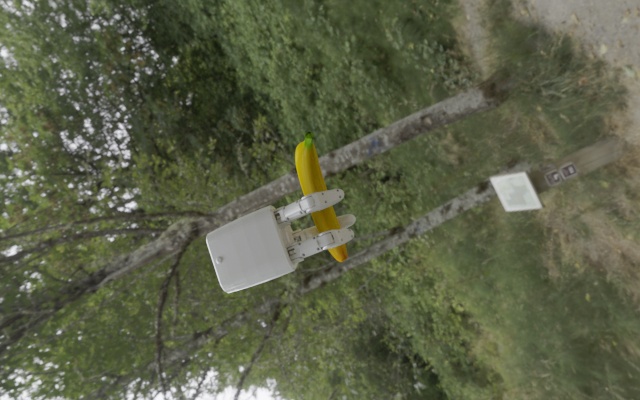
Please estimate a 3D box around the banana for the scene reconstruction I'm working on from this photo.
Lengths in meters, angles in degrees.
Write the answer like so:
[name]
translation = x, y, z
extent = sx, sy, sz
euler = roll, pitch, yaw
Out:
[banana]
translation = -0.003, -0.004, 0.714
extent = 0.037, 0.198, 0.069
euler = -18, 12, -4
